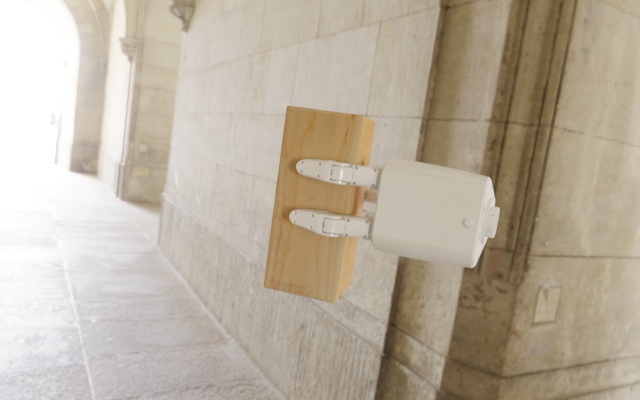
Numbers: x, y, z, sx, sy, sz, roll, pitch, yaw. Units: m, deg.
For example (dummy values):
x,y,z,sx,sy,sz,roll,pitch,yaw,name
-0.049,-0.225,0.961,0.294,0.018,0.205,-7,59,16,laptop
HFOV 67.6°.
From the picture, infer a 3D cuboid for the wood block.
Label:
x,y,z,sx,sy,sz,roll,pitch,yaw,name
0.001,0.002,0.564,0.090,0.206,0.091,10,7,14,wood block
